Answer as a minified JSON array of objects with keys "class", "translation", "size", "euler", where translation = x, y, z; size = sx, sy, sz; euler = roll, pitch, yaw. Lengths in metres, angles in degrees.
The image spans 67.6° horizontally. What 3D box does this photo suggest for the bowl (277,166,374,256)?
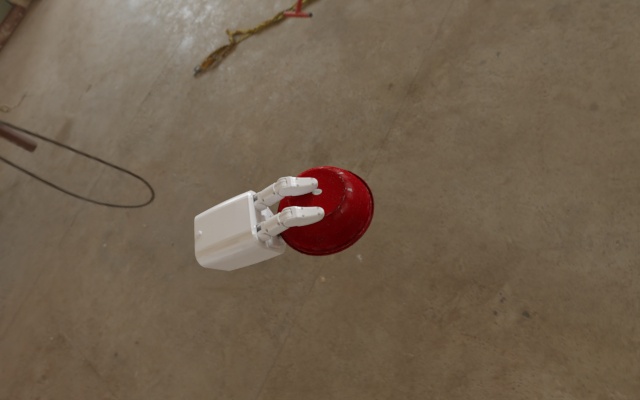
[{"class":"bowl","translation":[0.001,0.002,0.742],"size":[0.162,0.162,0.055],"euler":[0,-31,17]}]
